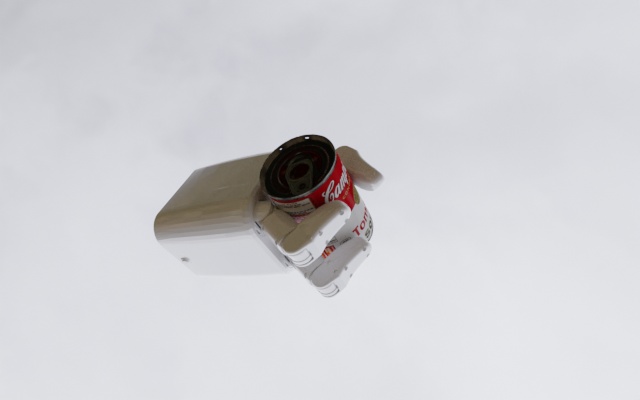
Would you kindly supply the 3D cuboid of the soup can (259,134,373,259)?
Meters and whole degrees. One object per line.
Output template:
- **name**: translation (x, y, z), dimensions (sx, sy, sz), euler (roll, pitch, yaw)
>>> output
- **soup can**: translation (0.001, 0.001, 0.420), dimensions (0.068, 0.068, 0.102), euler (0, -36, 29)
